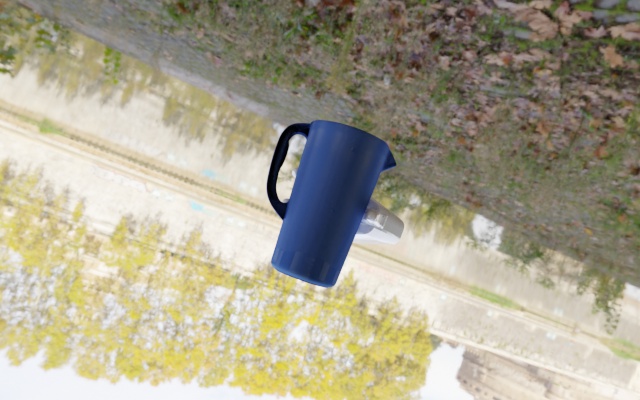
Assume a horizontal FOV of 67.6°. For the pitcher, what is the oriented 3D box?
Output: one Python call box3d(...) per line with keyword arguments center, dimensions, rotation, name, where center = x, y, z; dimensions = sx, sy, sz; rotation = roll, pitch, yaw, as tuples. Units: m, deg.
box3d(center=(0.000, 0.003, 0.748), dimensions=(0.149, 0.243, 0.145), rotation=(16, -6, 41), name="pitcher")
